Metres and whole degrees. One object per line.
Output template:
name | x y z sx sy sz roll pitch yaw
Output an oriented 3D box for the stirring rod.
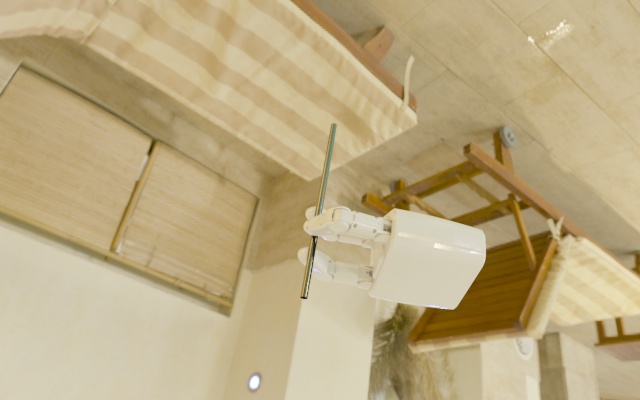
stirring rod | 0.000 0.002 0.567 0.011 0.239 0.011 7 -31 4
